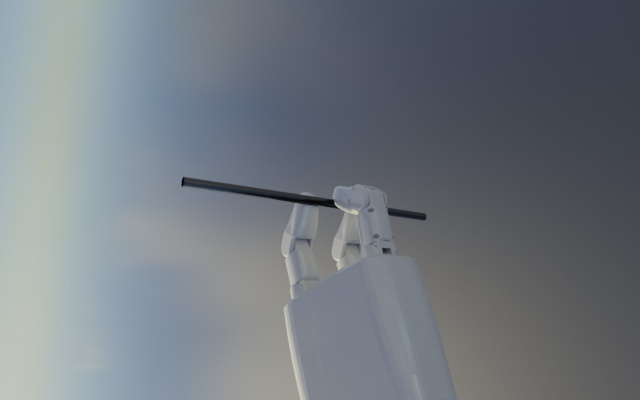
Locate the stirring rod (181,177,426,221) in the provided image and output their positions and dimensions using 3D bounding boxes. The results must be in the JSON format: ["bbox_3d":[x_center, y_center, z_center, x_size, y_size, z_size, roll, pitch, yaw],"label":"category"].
[{"bbox_3d":[0.000,0.001,0.417,0.239,0.011,0.011,8,-4,-30],"label":"stirring rod"}]
